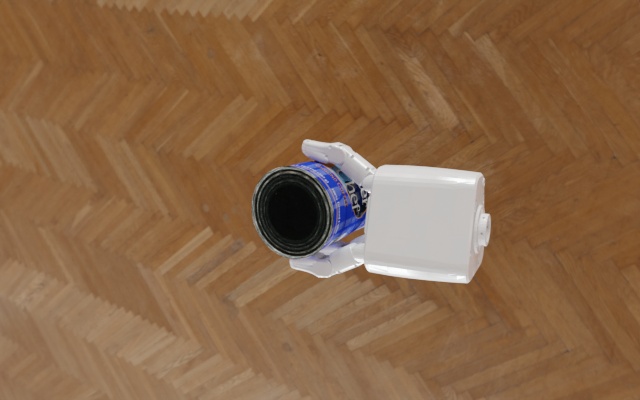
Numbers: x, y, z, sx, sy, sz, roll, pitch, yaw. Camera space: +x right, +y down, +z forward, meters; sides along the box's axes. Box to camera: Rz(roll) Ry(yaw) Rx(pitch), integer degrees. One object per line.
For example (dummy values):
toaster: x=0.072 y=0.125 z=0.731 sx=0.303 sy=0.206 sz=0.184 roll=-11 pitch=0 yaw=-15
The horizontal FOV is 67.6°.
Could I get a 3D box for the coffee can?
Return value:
coffee can: x=0.000 y=0.002 z=0.571 sx=0.103 sy=0.103 sz=0.140 roll=0 pitch=10 yaw=28
